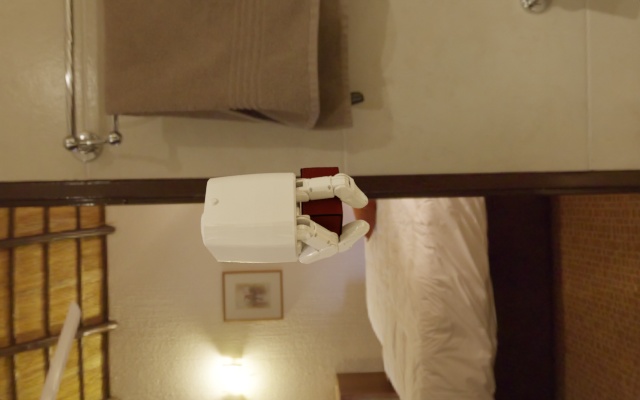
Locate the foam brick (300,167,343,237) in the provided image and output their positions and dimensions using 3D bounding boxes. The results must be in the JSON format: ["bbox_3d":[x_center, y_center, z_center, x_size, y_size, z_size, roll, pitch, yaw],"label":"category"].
[{"bbox_3d":[0.000,0.002,0.611,0.051,0.078,0.053,-2,-37,-2],"label":"foam brick"}]
